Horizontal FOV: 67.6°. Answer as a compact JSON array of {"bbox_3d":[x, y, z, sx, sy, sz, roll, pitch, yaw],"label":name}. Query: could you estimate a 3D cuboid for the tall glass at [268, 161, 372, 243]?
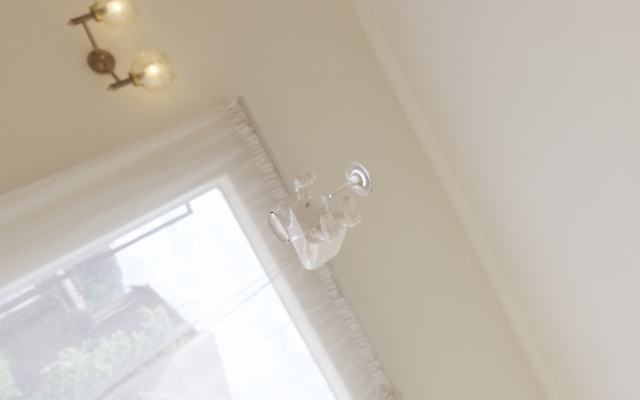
[{"bbox_3d":[0.001,0.002,0.888,0.201,0.079,0.079,-31,16,-28],"label":"tall glass"}]
